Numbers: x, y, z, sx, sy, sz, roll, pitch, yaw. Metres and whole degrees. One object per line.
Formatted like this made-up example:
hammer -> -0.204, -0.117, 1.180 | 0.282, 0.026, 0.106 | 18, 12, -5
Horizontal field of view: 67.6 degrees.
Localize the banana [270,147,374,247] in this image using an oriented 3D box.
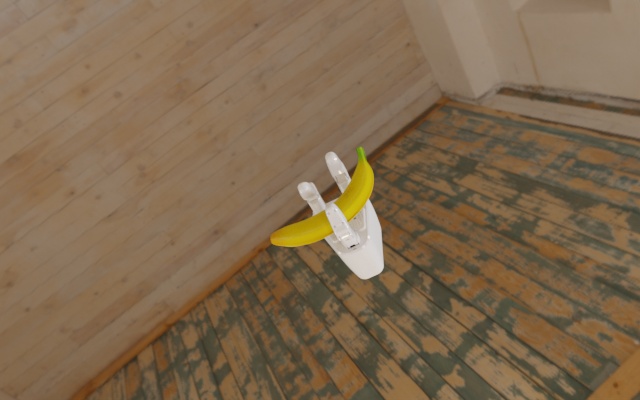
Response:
banana -> 0.015, 0.012, 0.714 | 0.069, 0.198, 0.037 | 44, -4, 18
